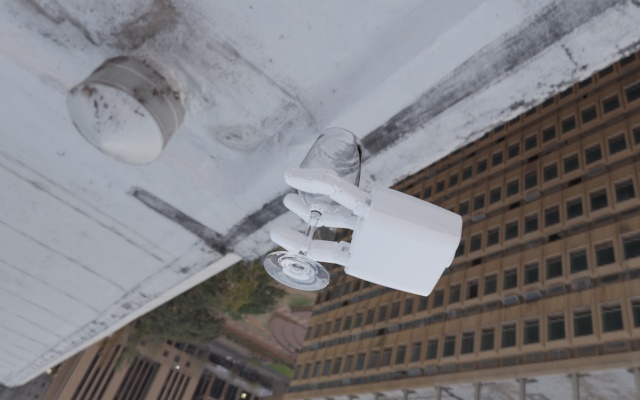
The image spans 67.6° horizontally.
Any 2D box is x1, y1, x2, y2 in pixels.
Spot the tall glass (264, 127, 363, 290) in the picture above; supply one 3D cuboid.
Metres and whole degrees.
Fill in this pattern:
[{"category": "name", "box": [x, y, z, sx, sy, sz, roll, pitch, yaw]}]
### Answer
[{"category": "tall glass", "box": [0.000, 0.002, 0.572, 0.079, 0.201, 0.079, 12, -37, 9]}]
